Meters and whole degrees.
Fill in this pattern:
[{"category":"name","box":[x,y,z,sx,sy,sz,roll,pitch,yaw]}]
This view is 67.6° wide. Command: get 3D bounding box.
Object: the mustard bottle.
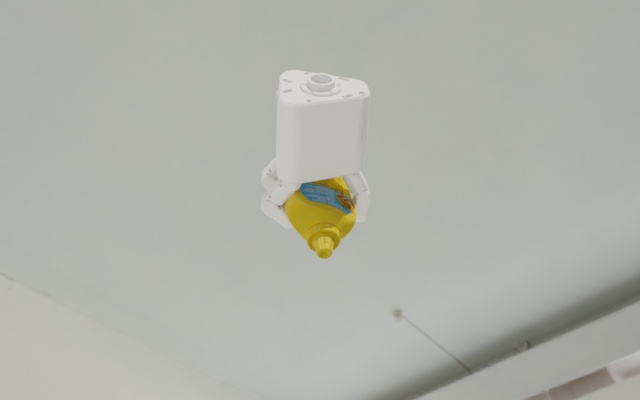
[{"category":"mustard bottle","box":[0.000,0.002,0.635,0.096,0.058,0.191,21,35,-20]}]
